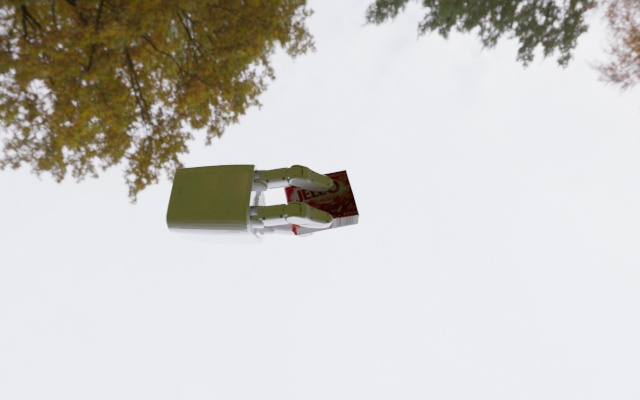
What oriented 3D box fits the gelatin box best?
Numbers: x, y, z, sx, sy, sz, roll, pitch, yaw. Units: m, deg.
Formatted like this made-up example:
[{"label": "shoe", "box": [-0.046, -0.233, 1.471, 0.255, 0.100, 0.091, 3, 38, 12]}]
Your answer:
[{"label": "gelatin box", "box": [0.000, 0.002, 0.635, 0.089, 0.073, 0.030, -10, -32, -6]}]
